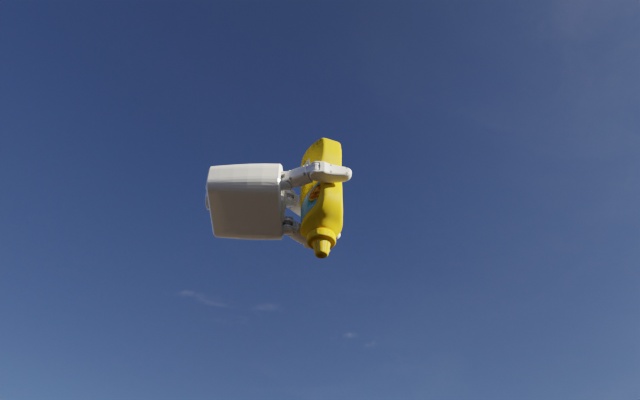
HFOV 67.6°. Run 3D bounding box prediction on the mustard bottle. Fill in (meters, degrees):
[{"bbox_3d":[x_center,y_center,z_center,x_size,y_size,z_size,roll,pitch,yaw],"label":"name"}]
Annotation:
[{"bbox_3d":[0.000,0.002,0.718,0.058,0.191,0.096,16,-43,-18],"label":"mustard bottle"}]
